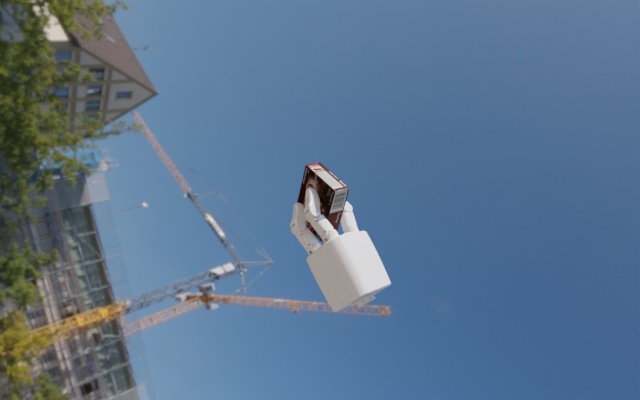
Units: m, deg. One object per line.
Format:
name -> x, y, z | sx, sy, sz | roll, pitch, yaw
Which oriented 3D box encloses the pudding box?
pudding box -> 0.000, 0.003, 0.850 | 0.039, 0.113, 0.090 | -11, 40, -38
